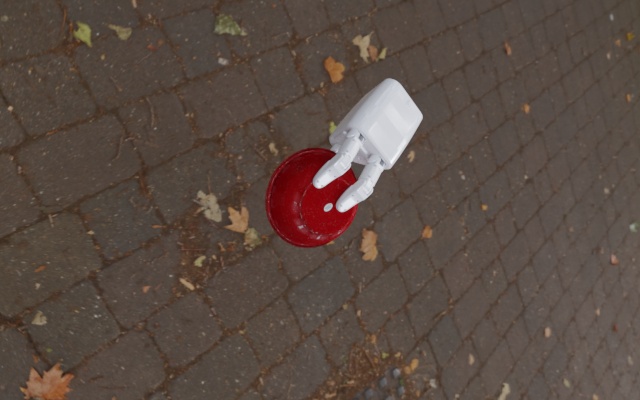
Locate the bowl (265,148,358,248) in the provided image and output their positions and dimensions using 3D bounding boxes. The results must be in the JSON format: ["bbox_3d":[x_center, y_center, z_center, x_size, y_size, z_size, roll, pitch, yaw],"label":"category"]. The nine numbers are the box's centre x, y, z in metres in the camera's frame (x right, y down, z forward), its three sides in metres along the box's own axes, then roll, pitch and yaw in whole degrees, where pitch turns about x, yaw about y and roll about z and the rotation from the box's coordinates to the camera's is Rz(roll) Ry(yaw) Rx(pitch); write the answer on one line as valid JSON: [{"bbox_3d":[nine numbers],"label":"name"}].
[{"bbox_3d":[0.000,0.004,0.730,0.162,0.162,0.055,0,12,-26],"label":"bowl"}]
